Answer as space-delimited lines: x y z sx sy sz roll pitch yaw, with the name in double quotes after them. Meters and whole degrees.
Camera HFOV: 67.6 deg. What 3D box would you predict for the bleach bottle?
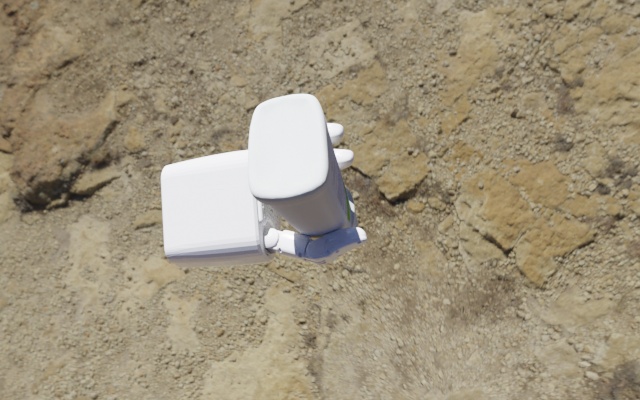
0.000 0.002 0.496 0.068 0.102 0.251 -8 -25 11 "bleach bottle"
